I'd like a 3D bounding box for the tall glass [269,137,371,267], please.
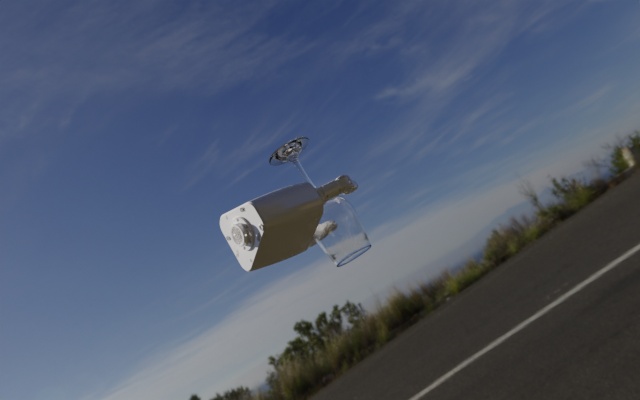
[{"bbox_3d":[0.000,0.002,0.743,0.079,0.201,0.079,-30,-14,-8],"label":"tall glass"}]
